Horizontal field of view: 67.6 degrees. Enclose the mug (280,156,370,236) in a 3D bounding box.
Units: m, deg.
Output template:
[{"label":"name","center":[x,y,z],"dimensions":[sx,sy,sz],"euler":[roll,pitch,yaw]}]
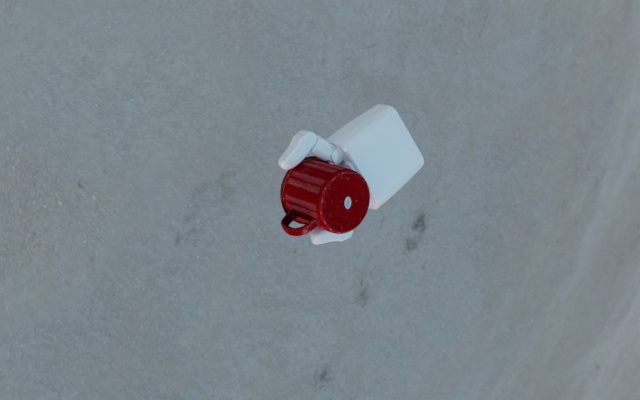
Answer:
[{"label":"mug","center":[-0.001,0.003,0.604],"dimensions":[0.117,0.093,0.081],"euler":[-41,32,-21]}]
